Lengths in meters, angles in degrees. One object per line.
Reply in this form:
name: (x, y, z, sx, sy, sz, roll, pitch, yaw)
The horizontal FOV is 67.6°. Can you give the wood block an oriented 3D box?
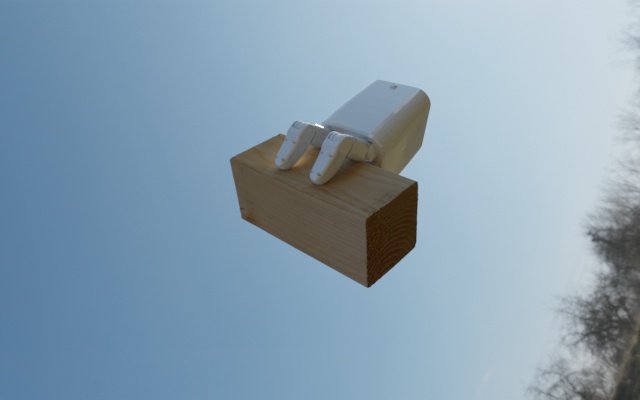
wood block: (0.000, 0.002, 0.550, 0.206, 0.091, 0.090, 24, 44, 38)
